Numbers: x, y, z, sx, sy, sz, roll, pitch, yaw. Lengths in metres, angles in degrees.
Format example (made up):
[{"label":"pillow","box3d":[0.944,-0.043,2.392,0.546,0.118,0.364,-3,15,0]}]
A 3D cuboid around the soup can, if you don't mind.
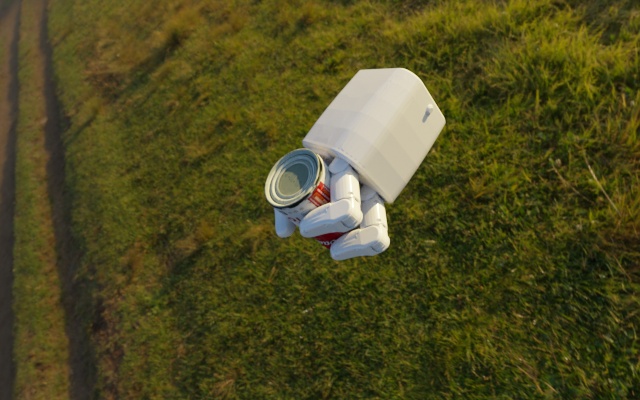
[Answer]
[{"label":"soup can","box3d":[0.000,0.002,0.487,0.068,0.068,0.102,0,-28,38]}]
